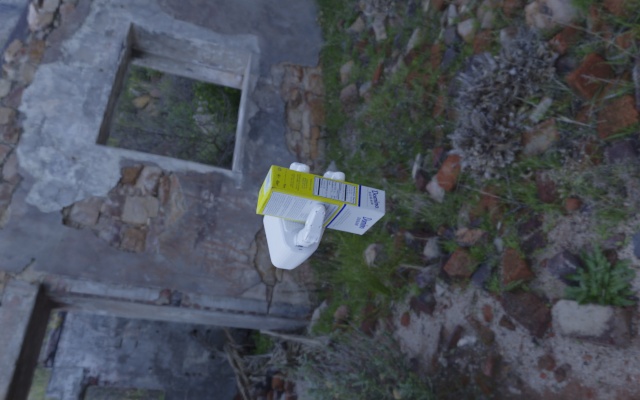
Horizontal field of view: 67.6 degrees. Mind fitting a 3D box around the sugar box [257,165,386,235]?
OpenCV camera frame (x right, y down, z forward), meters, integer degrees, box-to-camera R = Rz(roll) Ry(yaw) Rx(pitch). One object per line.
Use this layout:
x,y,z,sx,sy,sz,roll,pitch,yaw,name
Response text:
0.000,0.002,0.722,0.176,0.048,0.093,10,-27,-16,sugar box
